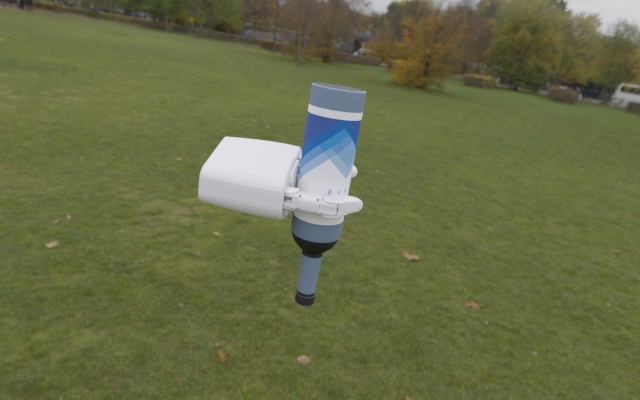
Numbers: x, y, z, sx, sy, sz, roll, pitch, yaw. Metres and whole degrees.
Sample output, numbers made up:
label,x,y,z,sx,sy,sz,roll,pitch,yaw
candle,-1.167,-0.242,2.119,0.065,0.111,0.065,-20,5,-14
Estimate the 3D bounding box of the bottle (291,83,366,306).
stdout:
label,x,y,z,sx,sy,sz,roll,pitch,yaw
bottle,0.000,0.002,0.620,0.069,0.296,0.069,8,18,-3
